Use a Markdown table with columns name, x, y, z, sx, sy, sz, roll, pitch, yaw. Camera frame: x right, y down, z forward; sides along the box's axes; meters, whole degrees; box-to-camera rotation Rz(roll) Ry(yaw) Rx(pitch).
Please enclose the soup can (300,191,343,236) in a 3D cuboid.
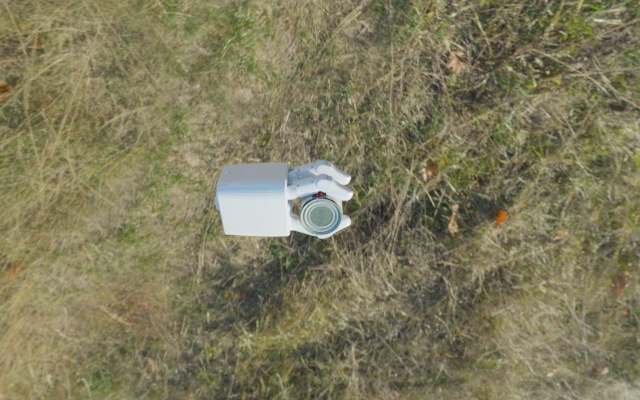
| name | x | y | z | sx | sy | sz | roll | pitch | yaw |
| --- | --- | --- | --- | --- | --- | --- | --- | --- | --- |
| soup can | 0.001 | 0.003 | 0.771 | 0.068 | 0.068 | 0.102 | 0 | 27 | -1 |
